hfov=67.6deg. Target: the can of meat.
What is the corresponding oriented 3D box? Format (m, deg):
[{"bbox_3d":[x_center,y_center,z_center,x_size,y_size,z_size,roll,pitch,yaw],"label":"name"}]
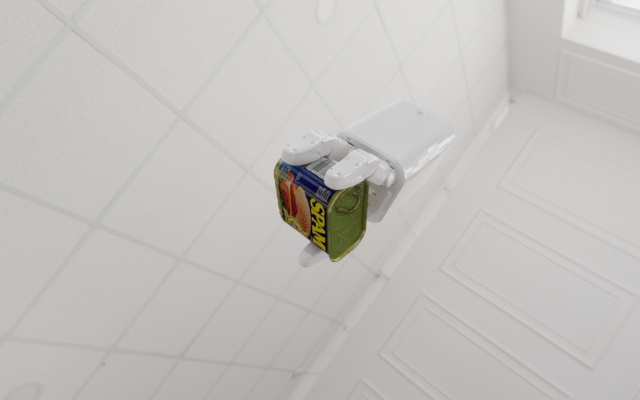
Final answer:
[{"bbox_3d":[0.000,0.002,0.503,0.084,0.102,0.057,34,56,30],"label":"can of meat"}]
